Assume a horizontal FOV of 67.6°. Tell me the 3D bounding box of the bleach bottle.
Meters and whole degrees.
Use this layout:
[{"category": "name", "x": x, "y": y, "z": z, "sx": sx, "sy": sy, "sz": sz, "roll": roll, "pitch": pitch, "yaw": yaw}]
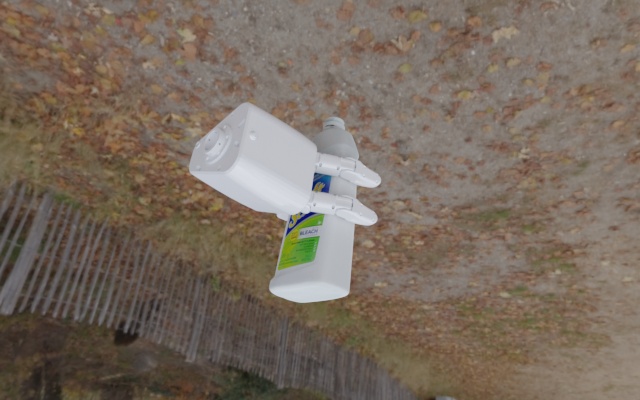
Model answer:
[{"category": "bleach bottle", "x": 0.000, "y": 0.002, "z": 0.633, "sx": 0.102, "sy": 0.250, "sz": 0.068, "roll": -18, "pitch": -35, "yaw": 40}]
